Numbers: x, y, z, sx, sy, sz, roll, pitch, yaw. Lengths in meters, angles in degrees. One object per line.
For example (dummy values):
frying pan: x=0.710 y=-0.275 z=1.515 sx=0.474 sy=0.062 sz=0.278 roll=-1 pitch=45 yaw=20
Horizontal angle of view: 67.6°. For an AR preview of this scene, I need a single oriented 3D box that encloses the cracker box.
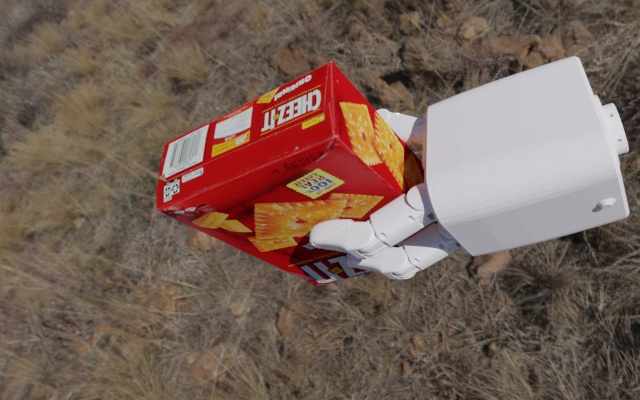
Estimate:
cracker box: x=0.000 y=0.001 z=0.404 sx=0.164 sy=0.072 sz=0.214 roll=-18 pitch=-34 yaw=29
